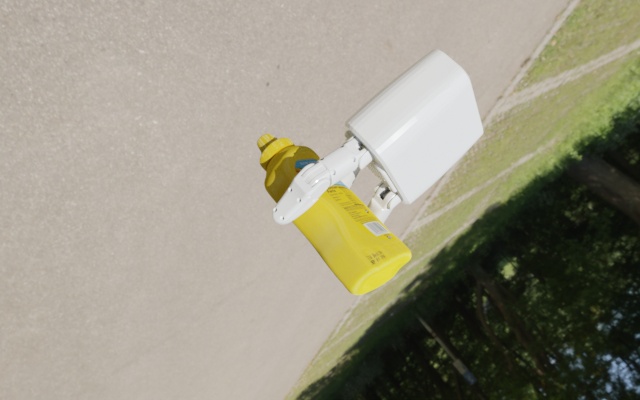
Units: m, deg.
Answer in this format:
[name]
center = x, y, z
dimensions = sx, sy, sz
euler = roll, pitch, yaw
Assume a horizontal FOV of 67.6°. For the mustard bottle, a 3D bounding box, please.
[mustard bottle]
center = 0.000, 0.002, 0.468
dimensions = 0.191, 0.058, 0.096
euler = 48, 25, 21
